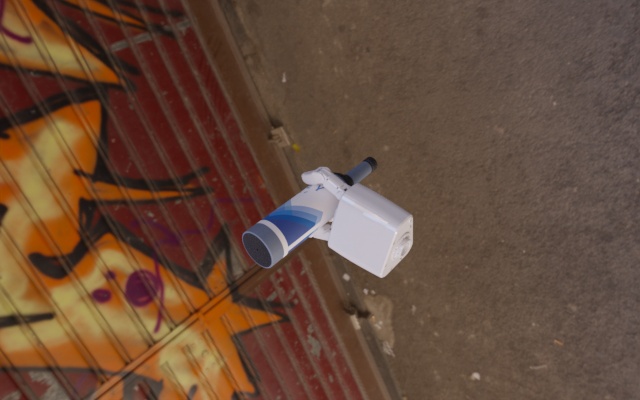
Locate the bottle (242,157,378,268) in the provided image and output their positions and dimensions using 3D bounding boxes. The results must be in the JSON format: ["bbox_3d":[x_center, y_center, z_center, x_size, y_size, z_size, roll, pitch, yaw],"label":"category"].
[{"bbox_3d":[0.000,0.003,0.803,0.069,0.069,0.295,0,29,48],"label":"bottle"}]
